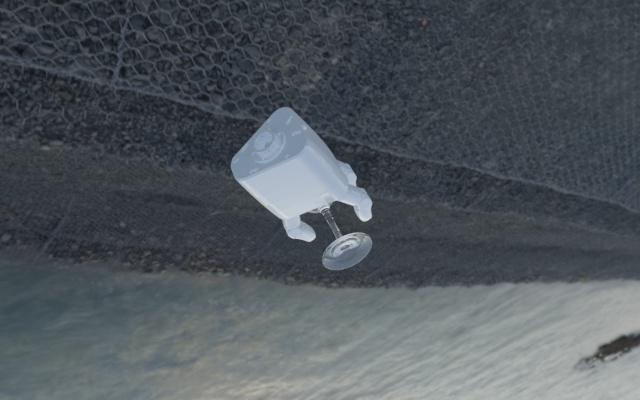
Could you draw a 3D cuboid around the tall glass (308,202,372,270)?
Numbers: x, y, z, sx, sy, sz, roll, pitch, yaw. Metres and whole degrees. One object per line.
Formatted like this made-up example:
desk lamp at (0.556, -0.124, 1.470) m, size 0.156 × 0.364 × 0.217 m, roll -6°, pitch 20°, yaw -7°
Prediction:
tall glass at (0.000, 0.003, 0.711) m, size 0.079 × 0.079 × 0.201 m, roll 0°, pitch 43°, yaw -30°
